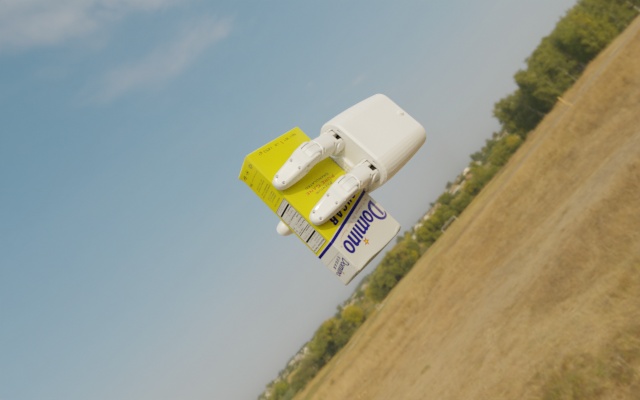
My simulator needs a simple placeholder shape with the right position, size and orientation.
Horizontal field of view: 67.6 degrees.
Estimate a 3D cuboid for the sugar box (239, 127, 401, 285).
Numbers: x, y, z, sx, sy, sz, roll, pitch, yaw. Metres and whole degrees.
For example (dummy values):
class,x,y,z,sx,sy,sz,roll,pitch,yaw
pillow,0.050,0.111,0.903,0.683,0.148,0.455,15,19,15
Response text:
class,x,y,z,sx,sy,sz,roll,pitch,yaw
sugar box,0.000,0.001,0.546,0.093,0.176,0.048,-39,-14,-39
